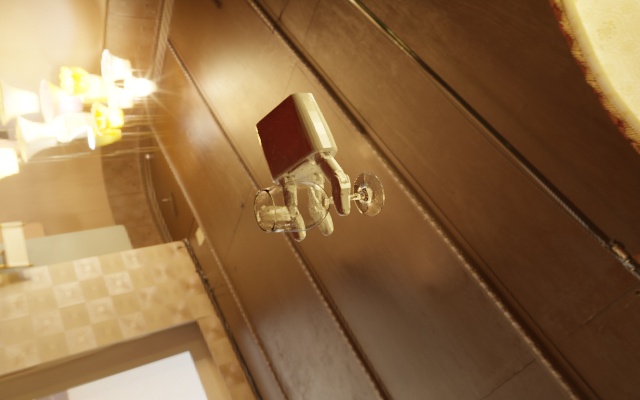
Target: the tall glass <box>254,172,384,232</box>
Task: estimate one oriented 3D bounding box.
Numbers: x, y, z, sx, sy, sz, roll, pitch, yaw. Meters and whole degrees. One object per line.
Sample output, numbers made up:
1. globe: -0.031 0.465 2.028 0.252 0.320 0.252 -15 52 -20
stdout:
1. tall glass: 0.001 0.002 0.734 0.201 0.079 0.079 -9 5 -36
